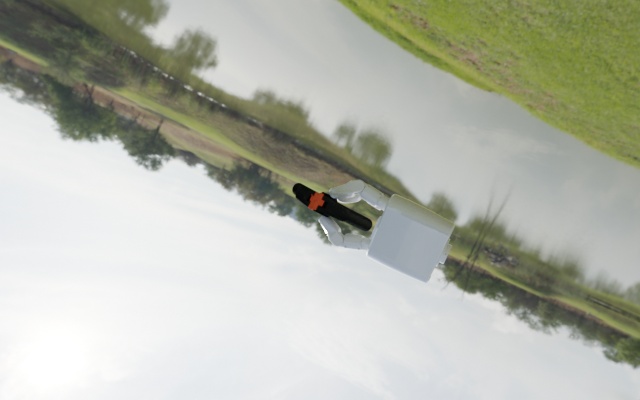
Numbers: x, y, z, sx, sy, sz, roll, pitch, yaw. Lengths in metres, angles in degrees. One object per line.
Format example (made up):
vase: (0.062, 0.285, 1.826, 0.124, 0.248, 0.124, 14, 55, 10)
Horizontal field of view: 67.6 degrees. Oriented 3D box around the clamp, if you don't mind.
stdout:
clamp: (0.000, 0.003, 0.807, 0.164, 0.036, 0.210, 27, 1, 16)
